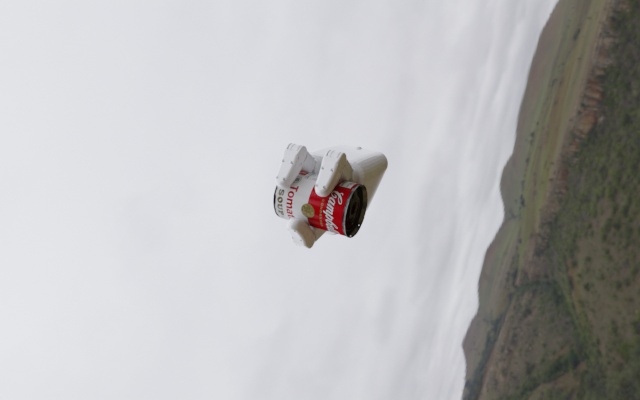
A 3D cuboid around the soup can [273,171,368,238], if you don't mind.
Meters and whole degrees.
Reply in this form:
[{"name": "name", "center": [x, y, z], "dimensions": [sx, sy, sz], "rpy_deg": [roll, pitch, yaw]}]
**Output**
[{"name": "soup can", "center": [0.000, 0.002, 0.606], "dimensions": [0.102, 0.068, 0.068], "rpy_deg": [14, 6, 25]}]
